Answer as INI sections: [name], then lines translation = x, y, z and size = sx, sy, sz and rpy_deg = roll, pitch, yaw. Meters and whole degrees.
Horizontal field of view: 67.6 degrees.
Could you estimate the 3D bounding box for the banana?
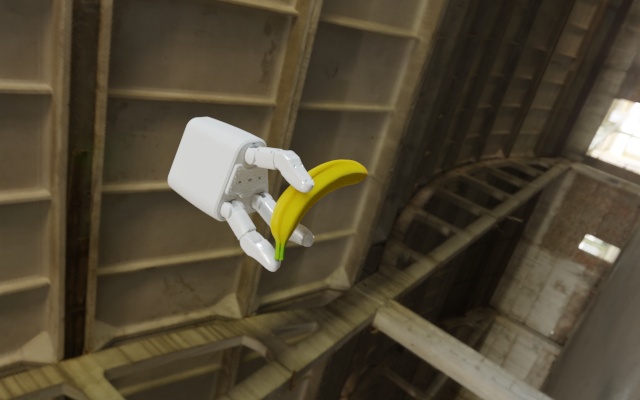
[banana]
translation = -0.004, -0.010, 0.616
size = 0.037, 0.070, 0.197
rpy_deg = 25, 50, 31
